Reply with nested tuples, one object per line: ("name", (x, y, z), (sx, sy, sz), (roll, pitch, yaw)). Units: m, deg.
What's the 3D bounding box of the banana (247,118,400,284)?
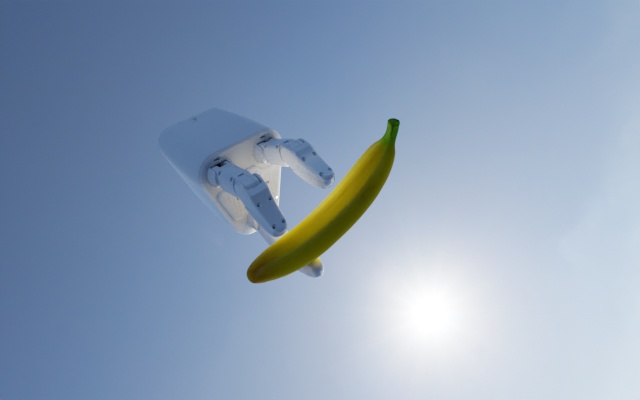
("banana", (0.009, 0.008, 0.454), (0.037, 0.198, 0.070), (35, -11, 37))
